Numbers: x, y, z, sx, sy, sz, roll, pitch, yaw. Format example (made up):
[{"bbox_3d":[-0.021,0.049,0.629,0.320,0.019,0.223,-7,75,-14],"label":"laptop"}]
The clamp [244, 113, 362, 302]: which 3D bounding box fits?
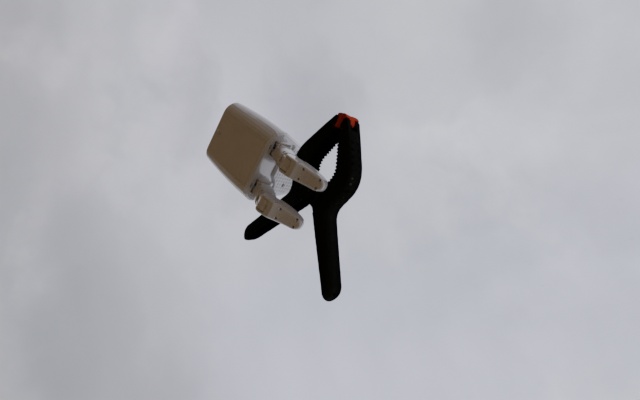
[{"bbox_3d":[0.001,0.001,0.569,0.164,0.210,0.036,38,18,33],"label":"clamp"}]
